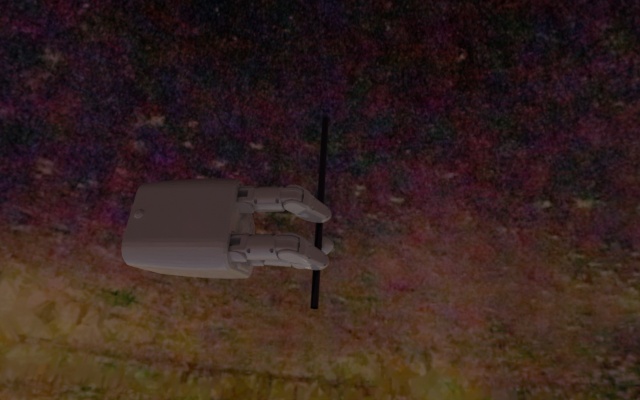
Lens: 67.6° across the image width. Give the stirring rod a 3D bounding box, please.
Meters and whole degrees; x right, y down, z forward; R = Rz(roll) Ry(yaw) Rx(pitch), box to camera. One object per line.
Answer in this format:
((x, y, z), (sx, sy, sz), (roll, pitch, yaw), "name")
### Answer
((0.000, 0.002, 0.525), (0.011, 0.239, 0.011), (2, -32, 2), "stirring rod")
